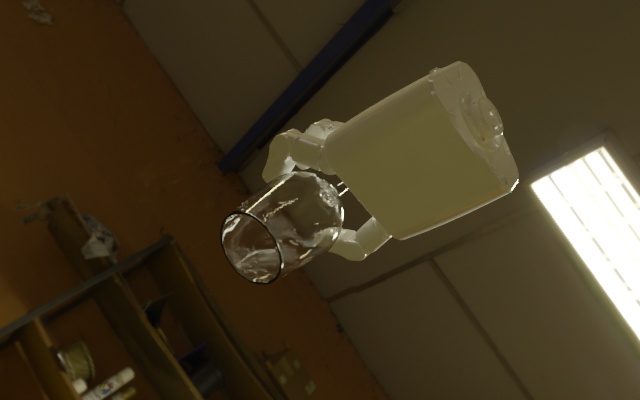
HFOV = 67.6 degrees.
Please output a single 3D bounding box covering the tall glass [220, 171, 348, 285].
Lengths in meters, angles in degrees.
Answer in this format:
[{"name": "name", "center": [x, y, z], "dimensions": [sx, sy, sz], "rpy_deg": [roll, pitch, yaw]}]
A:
[{"name": "tall glass", "center": [0.000, 0.001, 0.438], "dimensions": [0.079, 0.079, 0.201], "rpy_deg": [0, 21, 36]}]
